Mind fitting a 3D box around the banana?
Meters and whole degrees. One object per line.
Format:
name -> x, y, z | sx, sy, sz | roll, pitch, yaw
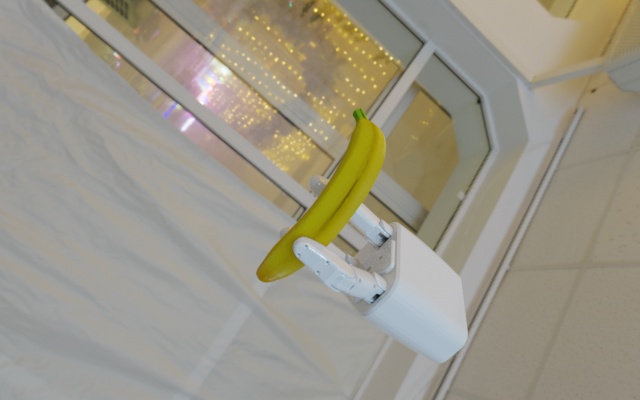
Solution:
banana -> 0.009, 0.001, 0.448 | 0.037, 0.198, 0.069 | 36, -8, -22
